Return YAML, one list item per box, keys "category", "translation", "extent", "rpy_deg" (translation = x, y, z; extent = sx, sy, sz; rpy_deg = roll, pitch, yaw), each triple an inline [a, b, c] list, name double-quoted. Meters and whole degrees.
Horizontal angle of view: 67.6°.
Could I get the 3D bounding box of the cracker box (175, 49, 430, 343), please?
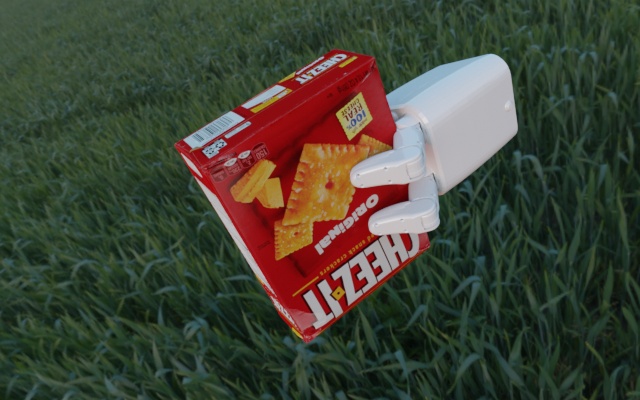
- category: "cracker box"
  translation: [0.000, 0.001, 0.430]
  extent: [0.164, 0.214, 0.072]
  rpy_deg: [-35, 35, -15]
